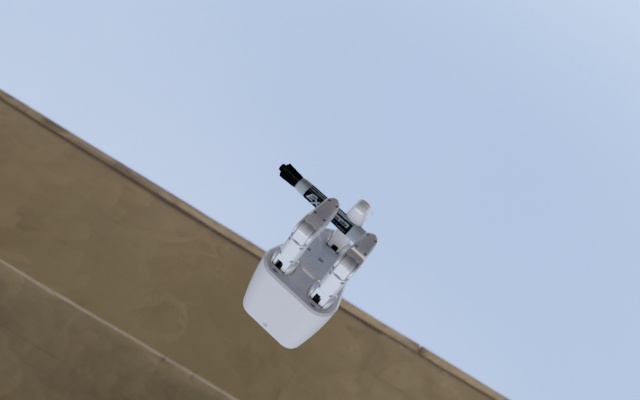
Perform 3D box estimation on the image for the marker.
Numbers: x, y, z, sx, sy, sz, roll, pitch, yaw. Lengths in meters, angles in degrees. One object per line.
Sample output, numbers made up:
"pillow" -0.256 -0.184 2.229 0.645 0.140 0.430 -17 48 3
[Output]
"marker" 0.000 0.002 0.525 0.121 0.020 0.020 42 8 9
